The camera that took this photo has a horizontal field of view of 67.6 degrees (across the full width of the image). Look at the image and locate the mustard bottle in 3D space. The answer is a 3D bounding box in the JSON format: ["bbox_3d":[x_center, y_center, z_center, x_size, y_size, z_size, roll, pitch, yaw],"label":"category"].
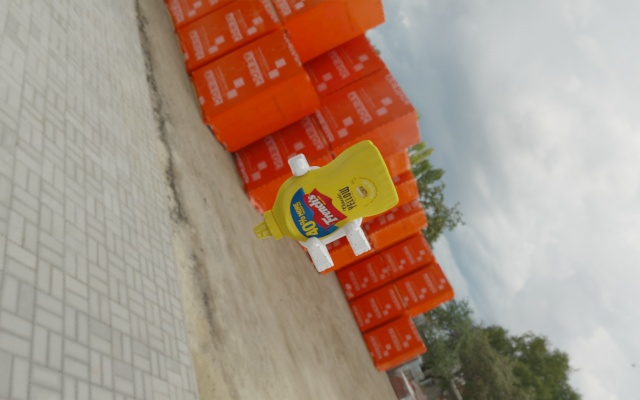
[{"bbox_3d":[0.000,0.002,0.634,0.191,0.096,0.058,-26,28,2],"label":"mustard bottle"}]
